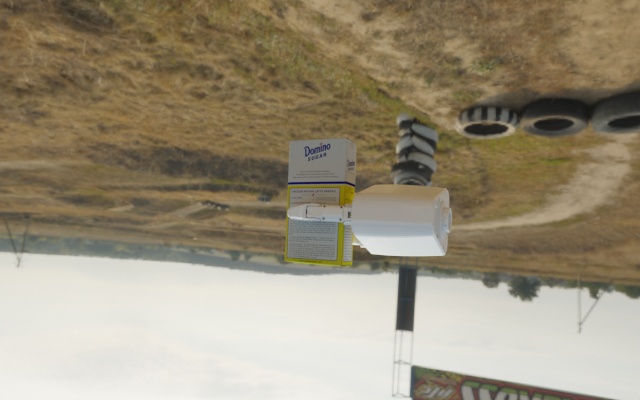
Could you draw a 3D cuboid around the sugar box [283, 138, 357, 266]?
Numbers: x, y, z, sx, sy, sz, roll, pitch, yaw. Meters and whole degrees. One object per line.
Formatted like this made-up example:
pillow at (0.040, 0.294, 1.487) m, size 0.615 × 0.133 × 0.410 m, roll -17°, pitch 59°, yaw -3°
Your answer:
sugar box at (0.000, 0.002, 0.679) m, size 0.093 × 0.176 × 0.048 m, roll 1°, pitch -7°, yaw 25°
